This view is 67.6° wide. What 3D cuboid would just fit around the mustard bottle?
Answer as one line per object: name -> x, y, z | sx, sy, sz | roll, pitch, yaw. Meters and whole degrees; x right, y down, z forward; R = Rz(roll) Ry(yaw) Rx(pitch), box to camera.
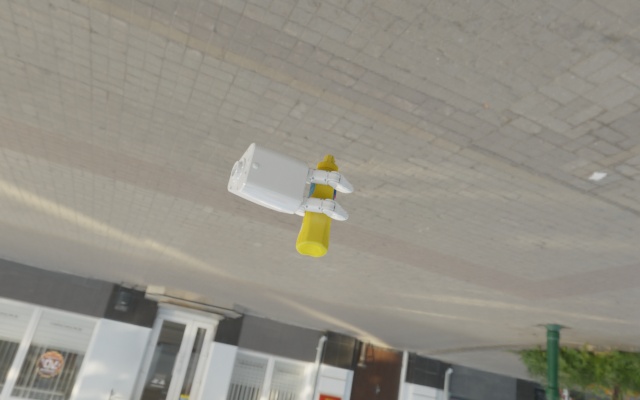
mustard bottle -> 0.000, 0.003, 0.887 | 0.058, 0.191, 0.096 | 11, -21, -1
